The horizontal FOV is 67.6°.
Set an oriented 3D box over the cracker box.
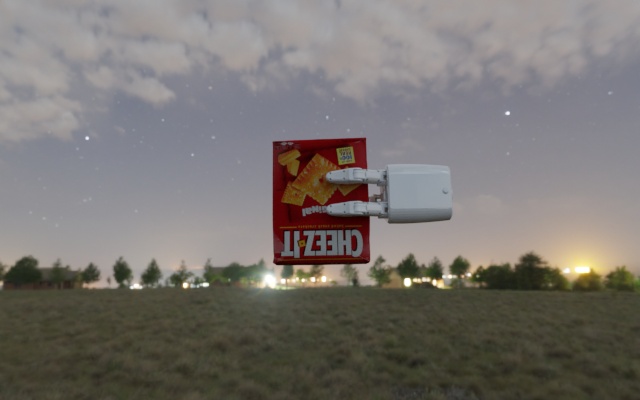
[{"bbox_3d":[0.000,0.003,0.822,0.164,0.213,0.072,-1,-10,1],"label":"cracker box"}]
